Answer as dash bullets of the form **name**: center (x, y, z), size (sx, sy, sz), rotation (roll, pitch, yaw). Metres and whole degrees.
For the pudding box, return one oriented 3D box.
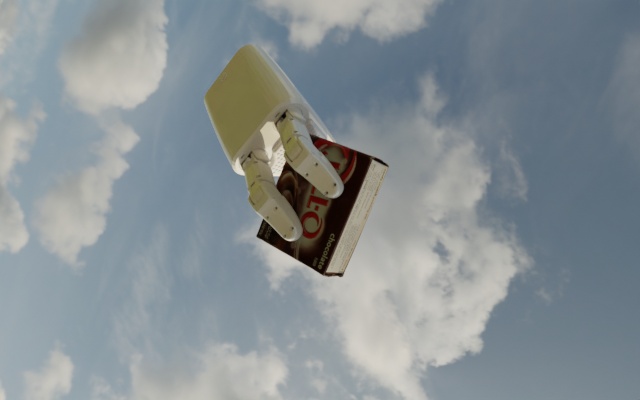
- **pudding box**: center (0.000, 0.001, 0.441), size (0.090, 0.113, 0.039), rotation (24, 7, 38)
